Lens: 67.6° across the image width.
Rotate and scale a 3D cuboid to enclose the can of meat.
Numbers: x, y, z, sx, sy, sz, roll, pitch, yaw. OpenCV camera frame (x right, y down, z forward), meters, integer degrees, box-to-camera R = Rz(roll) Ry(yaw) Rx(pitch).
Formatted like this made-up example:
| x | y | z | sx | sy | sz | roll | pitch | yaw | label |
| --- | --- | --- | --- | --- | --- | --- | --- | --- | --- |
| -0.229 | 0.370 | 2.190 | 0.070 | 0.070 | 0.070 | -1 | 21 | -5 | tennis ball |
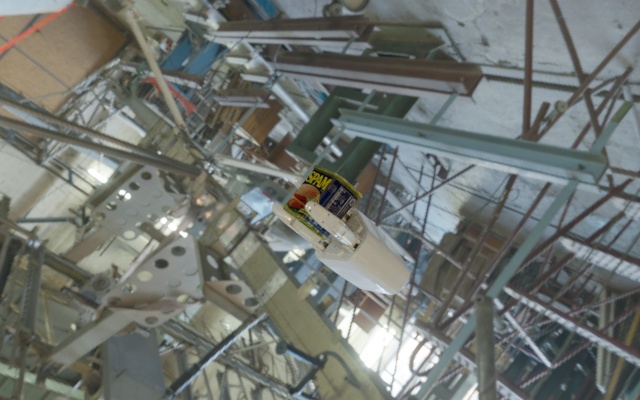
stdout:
| x | y | z | sx | sy | sz | roll | pitch | yaw | label |
| --- | --- | --- | --- | --- | --- | --- | --- | --- | --- |
| 0.000 | 0.003 | 0.705 | 0.057 | 0.084 | 0.102 | 41 | -6 | -29 | can of meat |
